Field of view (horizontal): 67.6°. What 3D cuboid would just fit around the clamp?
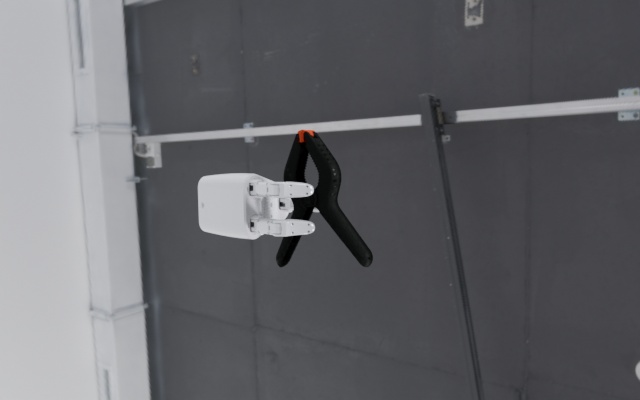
[{"bbox_3d":[0.000,0.002,0.694,0.164,0.210,0.036,3,7,32],"label":"clamp"}]
